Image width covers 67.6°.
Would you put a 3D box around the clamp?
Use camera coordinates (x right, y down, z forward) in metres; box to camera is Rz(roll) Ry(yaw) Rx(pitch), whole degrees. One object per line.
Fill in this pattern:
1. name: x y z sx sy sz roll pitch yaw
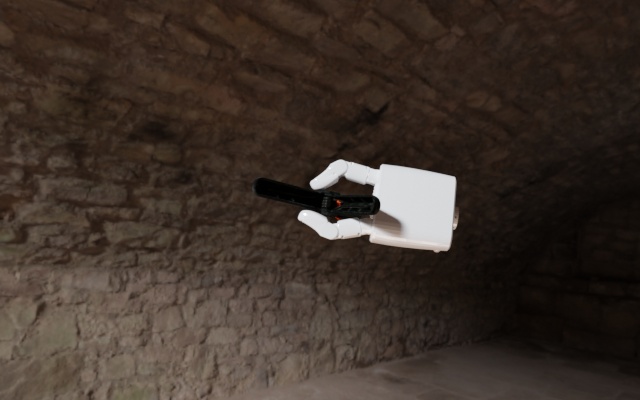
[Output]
1. clamp: 0.001 0.002 0.679 0.164 0.036 0.210 11 -4 6
